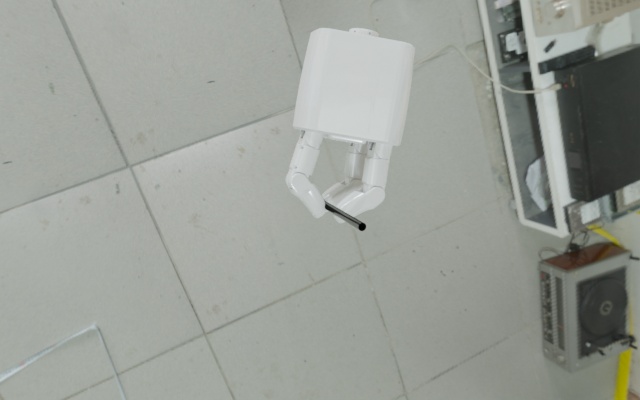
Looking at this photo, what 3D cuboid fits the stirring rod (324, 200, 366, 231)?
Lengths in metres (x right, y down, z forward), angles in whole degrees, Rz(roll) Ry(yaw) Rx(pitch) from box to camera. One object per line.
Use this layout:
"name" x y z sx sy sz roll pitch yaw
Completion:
"stirring rod" 0.000 0.002 0.553 0.011 0.011 0.239 0 11 -19
